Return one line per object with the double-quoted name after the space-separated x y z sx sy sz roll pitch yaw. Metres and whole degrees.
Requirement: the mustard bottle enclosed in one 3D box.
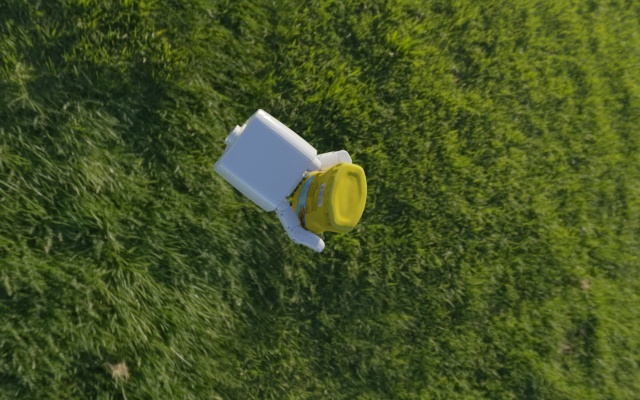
0.001 0.003 0.730 0.058 0.096 0.191 12 -10 -22 "mustard bottle"
